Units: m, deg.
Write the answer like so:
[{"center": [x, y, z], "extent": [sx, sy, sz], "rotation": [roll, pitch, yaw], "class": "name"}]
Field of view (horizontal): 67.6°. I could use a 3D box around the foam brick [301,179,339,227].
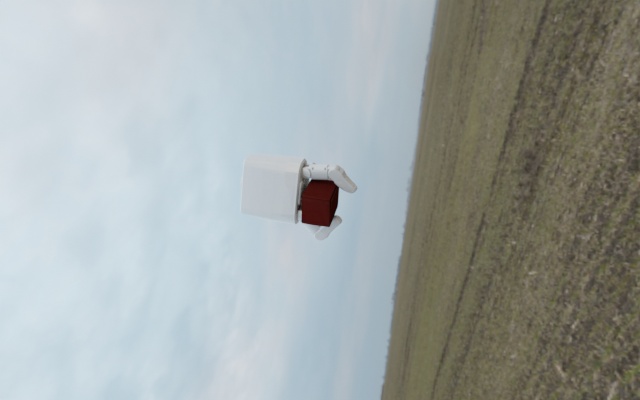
[{"center": [0.000, 0.003, 0.827], "extent": [0.051, 0.053, 0.078], "rotation": [8, 29, 10], "class": "foam brick"}]
